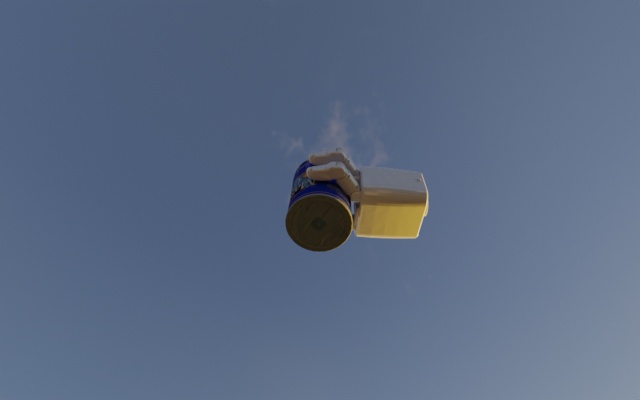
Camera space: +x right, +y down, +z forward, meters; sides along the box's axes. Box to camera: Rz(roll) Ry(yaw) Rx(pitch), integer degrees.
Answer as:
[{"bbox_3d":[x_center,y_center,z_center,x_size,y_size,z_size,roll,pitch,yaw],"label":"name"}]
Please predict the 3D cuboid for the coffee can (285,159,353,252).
[{"bbox_3d":[0.000,0.003,0.785,0.103,0.103,0.140,0,30,2],"label":"coffee can"}]
